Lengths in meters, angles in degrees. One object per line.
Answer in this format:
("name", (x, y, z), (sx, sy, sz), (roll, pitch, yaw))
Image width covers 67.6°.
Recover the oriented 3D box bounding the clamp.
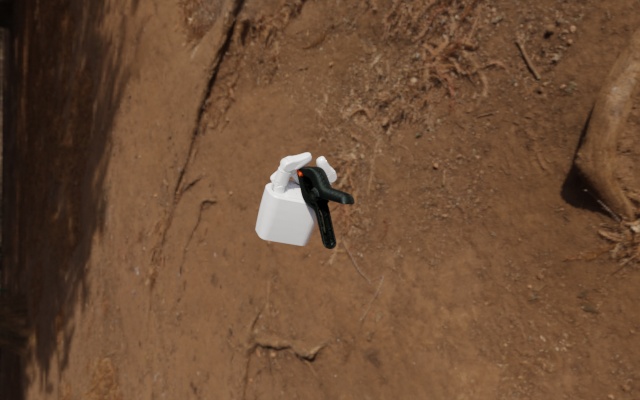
("clamp", (0.000, 0.003, 0.874), (0.039, 0.120, 0.171), (2, 31, -32))
